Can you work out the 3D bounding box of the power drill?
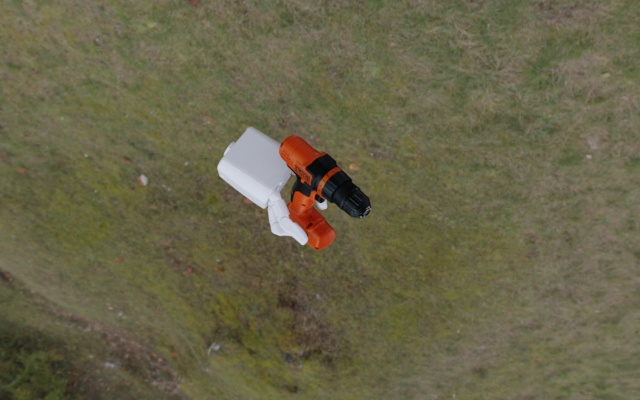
[{"bbox_3d":[0.000,0.003,0.800,0.057,0.184,0.188,-33,-26,-29],"label":"power drill"}]
